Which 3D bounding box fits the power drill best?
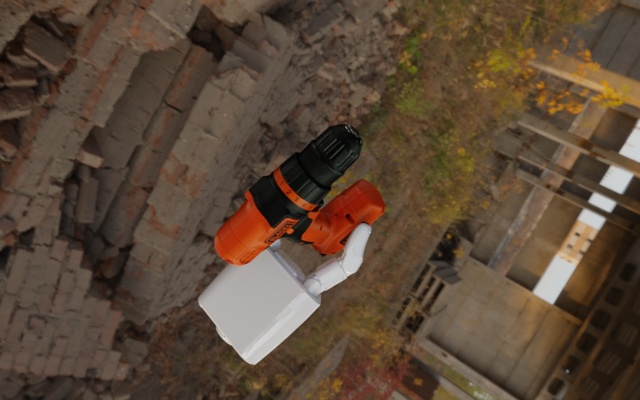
[{"bbox_3d":[0.000,0.002,0.518,0.184,0.057,0.188,-40,-25,19],"label":"power drill"}]
